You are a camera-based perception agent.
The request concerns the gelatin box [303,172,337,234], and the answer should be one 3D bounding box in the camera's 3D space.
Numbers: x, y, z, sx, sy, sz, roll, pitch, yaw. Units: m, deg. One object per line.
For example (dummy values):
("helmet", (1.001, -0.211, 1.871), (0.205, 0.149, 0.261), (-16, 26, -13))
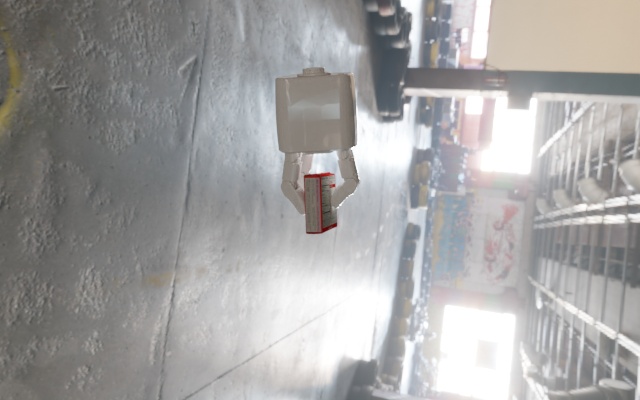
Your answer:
("gelatin box", (0.001, 0.003, 0.730), (0.030, 0.089, 0.073), (-1, 5, 19))
